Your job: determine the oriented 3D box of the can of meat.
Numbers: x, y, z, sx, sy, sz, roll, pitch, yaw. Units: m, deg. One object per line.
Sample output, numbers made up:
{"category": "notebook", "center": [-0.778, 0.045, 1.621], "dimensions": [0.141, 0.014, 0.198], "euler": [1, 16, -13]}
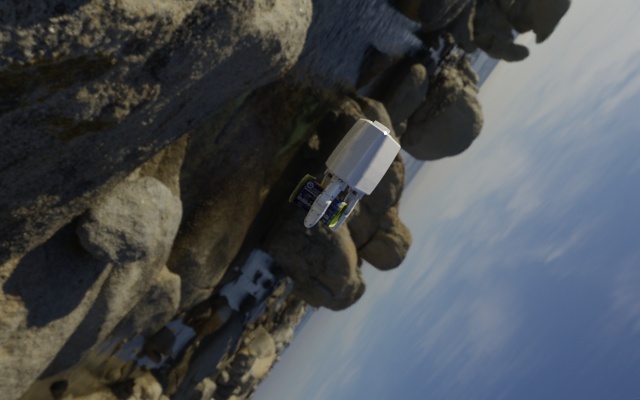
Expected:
{"category": "can of meat", "center": [0.000, 0.003, 0.849], "dimensions": [0.084, 0.057, 0.102], "euler": [36, 4, 8]}
